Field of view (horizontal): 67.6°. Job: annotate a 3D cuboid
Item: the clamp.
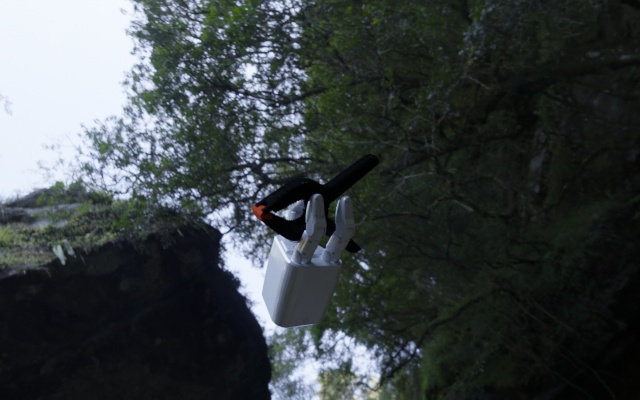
[{"bbox_3d":[-0.001,0.002,0.706,0.210,0.164,0.036,4,17,-39],"label":"clamp"}]
